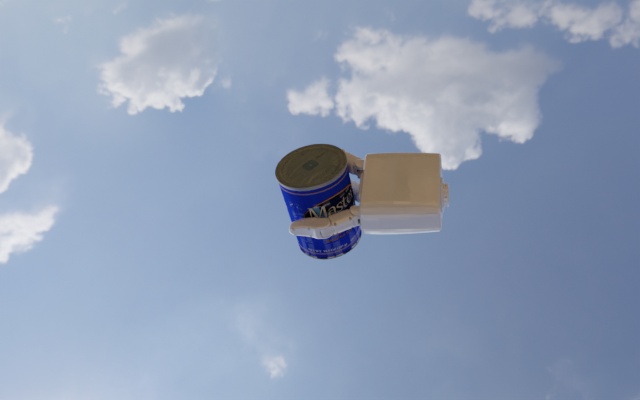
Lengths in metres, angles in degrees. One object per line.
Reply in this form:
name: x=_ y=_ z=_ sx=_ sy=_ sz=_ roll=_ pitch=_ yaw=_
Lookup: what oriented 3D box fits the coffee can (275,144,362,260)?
coffee can: x=0.000 y=0.002 z=0.707 sx=0.103 sy=0.140 sz=0.102 roll=-9 pitch=39 yaw=7
